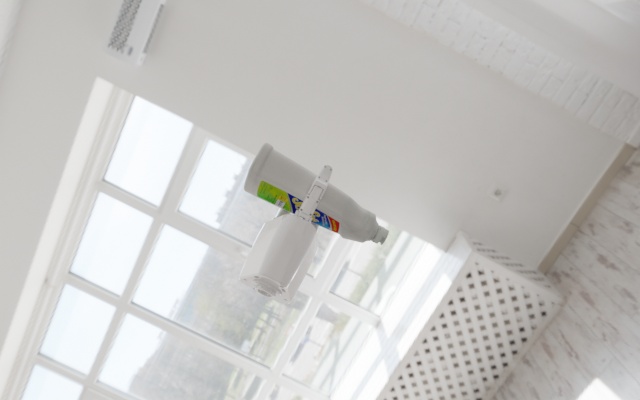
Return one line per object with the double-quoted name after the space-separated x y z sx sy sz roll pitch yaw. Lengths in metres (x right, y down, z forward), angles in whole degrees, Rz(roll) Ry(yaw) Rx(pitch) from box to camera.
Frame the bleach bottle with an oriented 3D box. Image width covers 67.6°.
0.000 0.003 0.792 0.251 0.068 0.103 27 -27 -4 "bleach bottle"
